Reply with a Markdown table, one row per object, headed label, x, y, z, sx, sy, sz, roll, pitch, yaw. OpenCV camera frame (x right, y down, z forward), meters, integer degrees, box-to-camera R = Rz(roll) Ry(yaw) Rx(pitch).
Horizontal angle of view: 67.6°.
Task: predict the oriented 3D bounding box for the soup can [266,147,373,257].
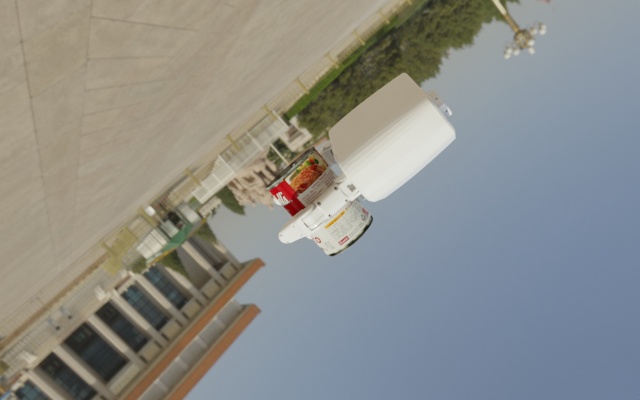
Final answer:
| label | x | y | z | sx | sy | sz | roll | pitch | yaw |
| --- | --- | --- | --- | --- | --- | --- | --- | --- | --- |
| soup can | 0.000 | 0.002 | 0.518 | 0.068 | 0.102 | 0.068 | -40 | 10 | 8 |
